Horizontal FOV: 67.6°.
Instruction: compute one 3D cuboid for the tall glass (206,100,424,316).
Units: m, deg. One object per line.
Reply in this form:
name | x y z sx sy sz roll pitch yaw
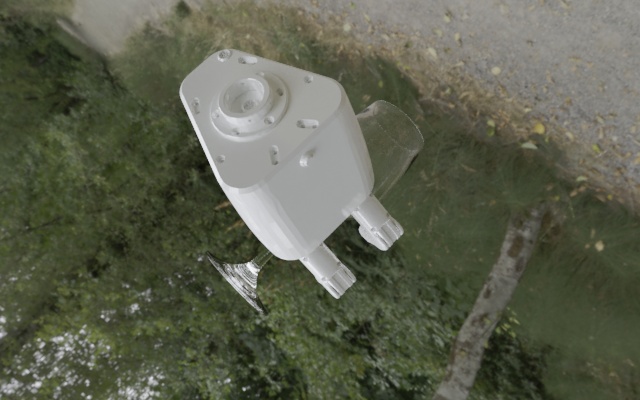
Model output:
tall glass | 0.000 0.002 0.416 0.201 0.079 0.079 -44 9 -9
